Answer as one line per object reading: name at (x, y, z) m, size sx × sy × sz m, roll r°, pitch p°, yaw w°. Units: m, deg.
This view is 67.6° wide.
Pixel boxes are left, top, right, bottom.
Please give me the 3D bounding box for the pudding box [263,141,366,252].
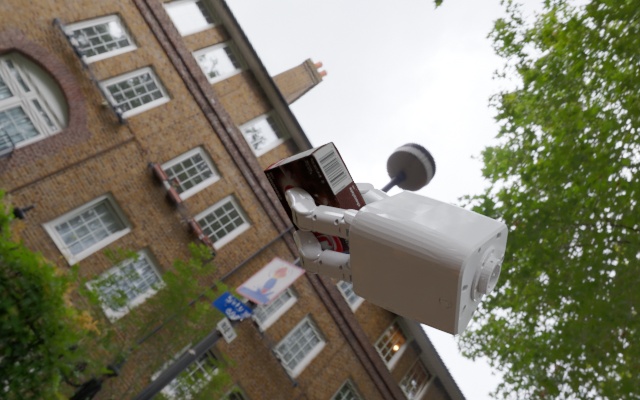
pudding box at (0.000, 0.002, 0.508) m, size 0.039 × 0.113 × 0.090 m, roll -35°, pitch 14°, yaw -39°
